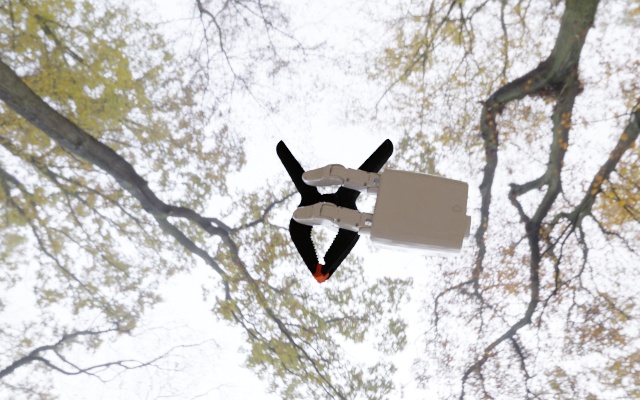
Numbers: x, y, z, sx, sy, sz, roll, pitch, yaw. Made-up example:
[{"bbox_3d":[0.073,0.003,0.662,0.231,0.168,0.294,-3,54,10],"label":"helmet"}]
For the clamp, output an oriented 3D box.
[{"bbox_3d":[0.000,0.003,0.626,0.164,0.210,0.036,7,-25,15],"label":"clamp"}]
